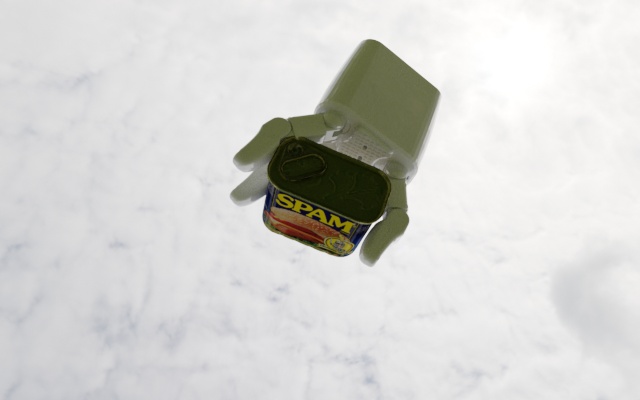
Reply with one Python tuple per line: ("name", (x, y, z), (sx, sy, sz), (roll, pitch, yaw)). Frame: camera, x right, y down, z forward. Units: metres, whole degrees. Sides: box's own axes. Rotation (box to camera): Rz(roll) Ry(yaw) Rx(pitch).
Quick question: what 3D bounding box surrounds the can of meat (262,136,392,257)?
("can of meat", (0.000, 0.002, 0.426), (0.102, 0.057, 0.084), (23, -31, 0))
